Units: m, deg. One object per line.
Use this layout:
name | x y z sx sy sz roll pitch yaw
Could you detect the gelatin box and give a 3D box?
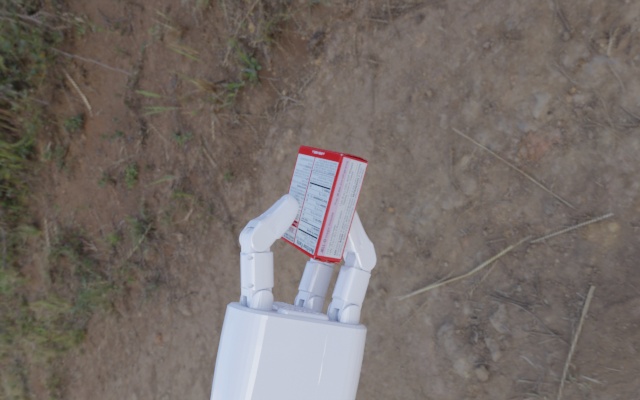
gelatin box | 0.000 0.001 0.407 0.030 0.089 0.073 12 5 -31
